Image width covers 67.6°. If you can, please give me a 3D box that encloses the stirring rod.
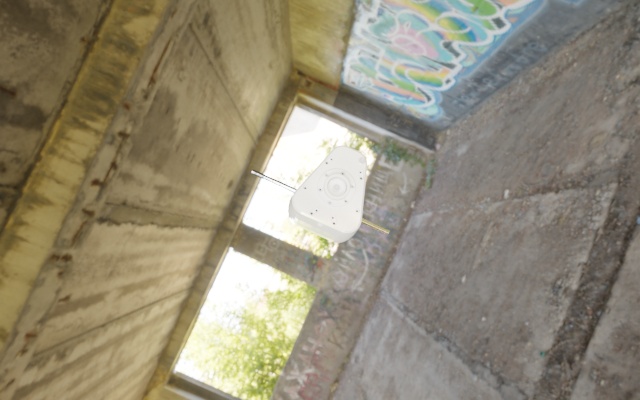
[{"bbox_3d":[0.000,0.002,0.770,0.239,0.011,0.011,24,0,0],"label":"stirring rod"}]
